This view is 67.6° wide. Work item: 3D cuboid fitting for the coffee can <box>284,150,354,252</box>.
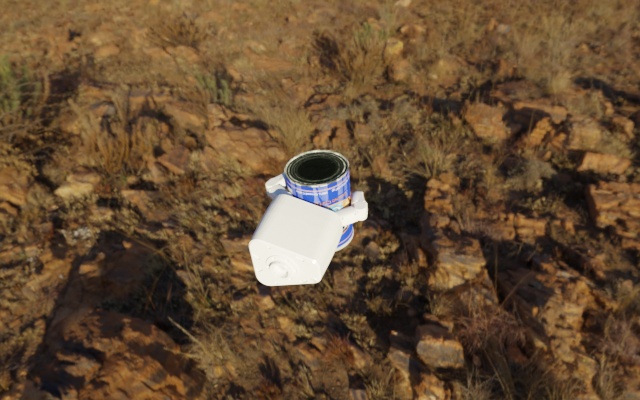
[{"bbox_3d":[0.000,0.003,0.789,0.103,0.140,0.102,-4,37,3],"label":"coffee can"}]
